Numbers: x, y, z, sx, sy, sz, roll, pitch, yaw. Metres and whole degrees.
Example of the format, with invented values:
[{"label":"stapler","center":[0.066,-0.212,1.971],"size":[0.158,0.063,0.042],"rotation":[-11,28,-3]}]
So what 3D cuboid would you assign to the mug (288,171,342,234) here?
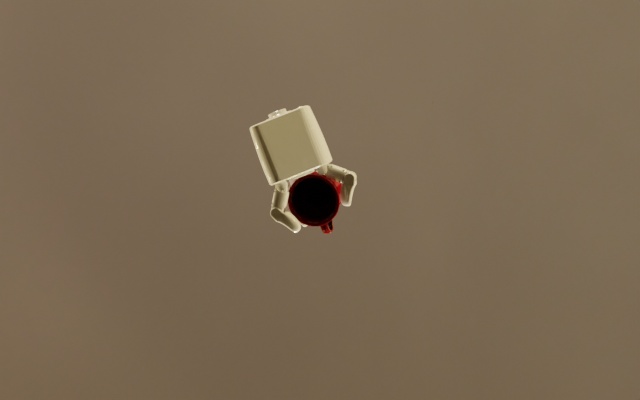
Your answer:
[{"label":"mug","center":[0.001,0.004,0.863],"size":[0.093,0.117,0.081],"rotation":[-18,8,16]}]
